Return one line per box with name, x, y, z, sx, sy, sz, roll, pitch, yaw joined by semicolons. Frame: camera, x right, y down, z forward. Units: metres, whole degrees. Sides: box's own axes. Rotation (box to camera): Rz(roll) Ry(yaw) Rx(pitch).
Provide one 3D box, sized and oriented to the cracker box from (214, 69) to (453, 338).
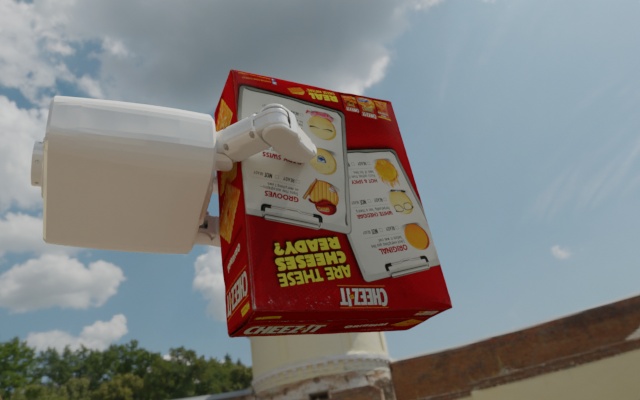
cracker box;0.000;0.001;0.407;0.164;0.213;0.072;5;-33;-25
